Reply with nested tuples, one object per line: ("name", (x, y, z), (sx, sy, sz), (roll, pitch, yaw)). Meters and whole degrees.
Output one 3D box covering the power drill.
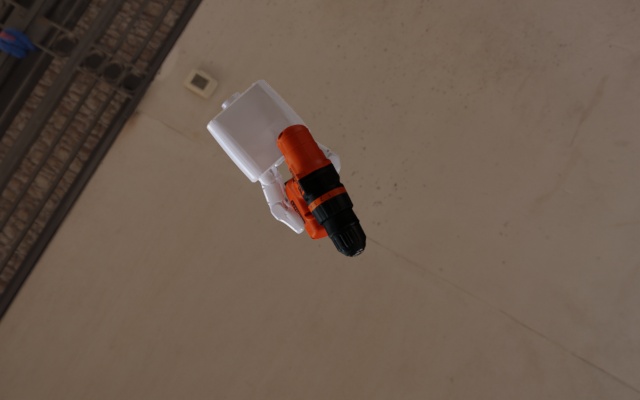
("power drill", (0.000, 0.002, 0.666), (0.057, 0.184, 0.188), (-25, -10, -10))
